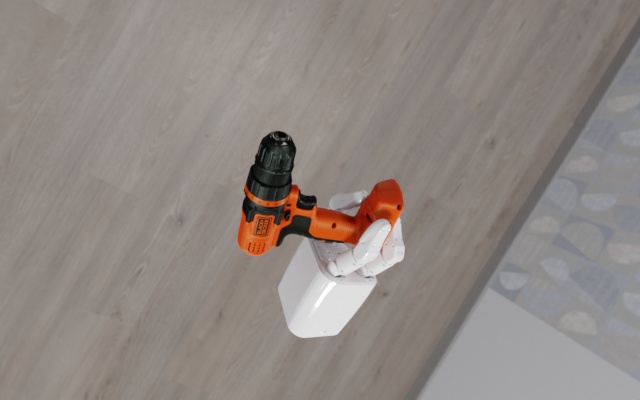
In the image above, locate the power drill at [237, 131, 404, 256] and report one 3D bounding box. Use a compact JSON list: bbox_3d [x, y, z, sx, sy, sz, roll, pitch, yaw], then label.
[{"bbox_3d":[0.000,0.002,0.578,0.187,0.057,0.185,7,-45,-14],"label":"power drill"}]
